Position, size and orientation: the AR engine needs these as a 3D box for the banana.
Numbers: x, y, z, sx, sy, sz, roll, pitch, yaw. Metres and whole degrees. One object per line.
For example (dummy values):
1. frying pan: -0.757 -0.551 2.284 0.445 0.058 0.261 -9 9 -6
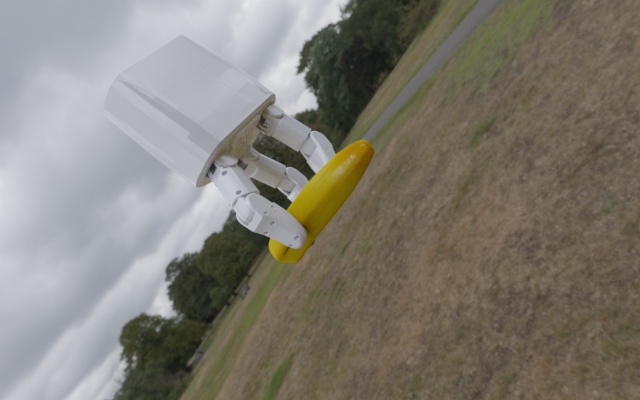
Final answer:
1. banana: -0.011 0.015 0.434 0.037 0.069 0.198 38 -32 3
